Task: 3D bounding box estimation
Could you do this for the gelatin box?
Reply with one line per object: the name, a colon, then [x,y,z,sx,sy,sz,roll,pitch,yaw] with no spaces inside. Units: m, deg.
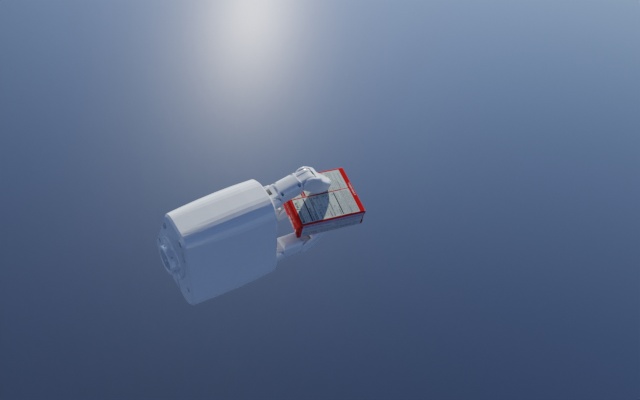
gelatin box: [0.000,0.002,0.590,0.089,0.073,0.030,-13,-34,-21]
